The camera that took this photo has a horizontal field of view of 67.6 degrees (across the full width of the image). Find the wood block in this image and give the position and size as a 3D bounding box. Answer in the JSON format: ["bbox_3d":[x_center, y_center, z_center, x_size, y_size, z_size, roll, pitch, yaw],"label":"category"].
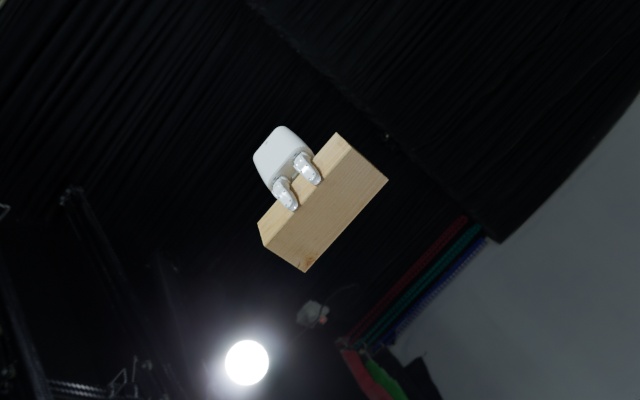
[{"bbox_3d":[0.000,0.003,0.790,0.091,0.206,0.090,37,10,-26],"label":"wood block"}]
